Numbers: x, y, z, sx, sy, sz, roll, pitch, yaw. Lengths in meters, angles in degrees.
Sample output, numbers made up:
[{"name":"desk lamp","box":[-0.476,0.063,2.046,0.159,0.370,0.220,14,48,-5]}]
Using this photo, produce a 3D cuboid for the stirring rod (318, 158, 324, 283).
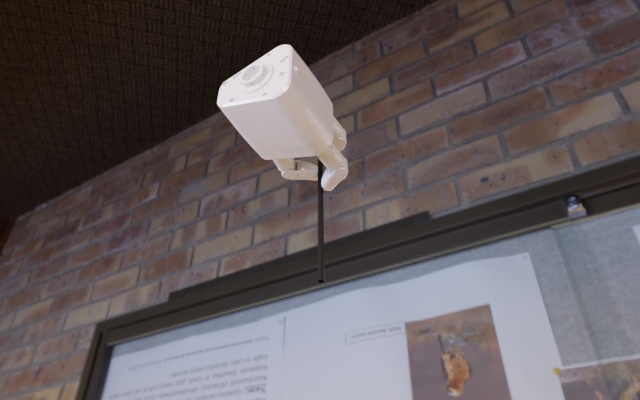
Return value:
[{"name":"stirring rod","box":[0.000,0.002,0.656,0.011,0.239,0.011,0,-36,0]}]
